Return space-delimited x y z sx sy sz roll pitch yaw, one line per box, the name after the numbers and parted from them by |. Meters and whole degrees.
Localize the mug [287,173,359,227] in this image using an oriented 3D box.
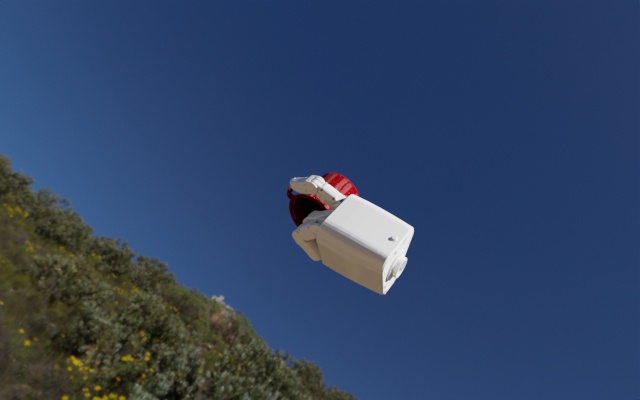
-0.001 0.002 0.779 0.117 0.093 0.081 30 50 21 | mug
